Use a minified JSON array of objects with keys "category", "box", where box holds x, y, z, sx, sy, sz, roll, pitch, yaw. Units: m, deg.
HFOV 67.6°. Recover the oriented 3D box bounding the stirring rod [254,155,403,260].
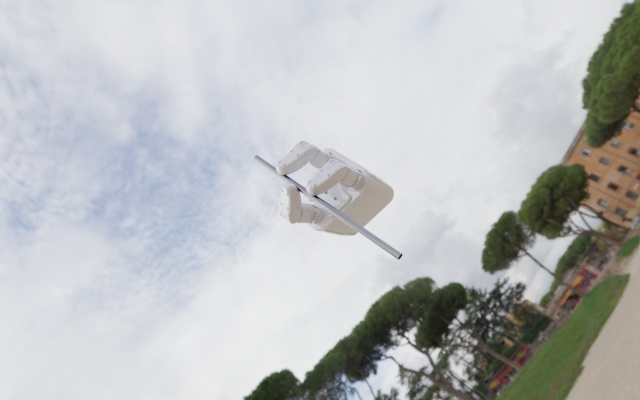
[{"category":"stirring rod","box":[0.000,0.002,0.574,0.239,0.011,0.011,34,19,30]}]
